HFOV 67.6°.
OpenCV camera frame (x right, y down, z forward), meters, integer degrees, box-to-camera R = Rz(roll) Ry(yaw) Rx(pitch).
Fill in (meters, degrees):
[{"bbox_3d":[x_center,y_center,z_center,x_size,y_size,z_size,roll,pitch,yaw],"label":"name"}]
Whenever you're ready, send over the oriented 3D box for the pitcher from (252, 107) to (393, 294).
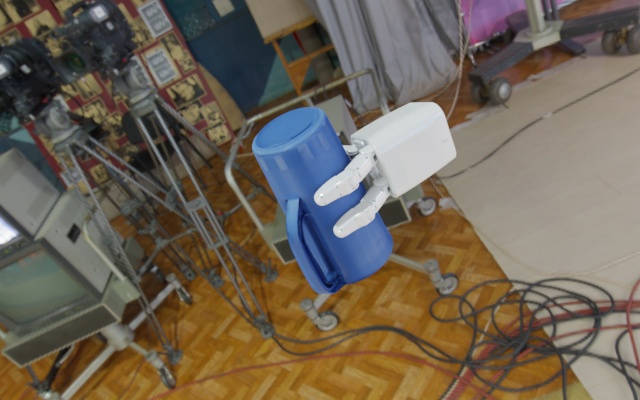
[{"bbox_3d":[0.000,0.002,0.674,0.145,0.243,0.149,-31,31,-5],"label":"pitcher"}]
